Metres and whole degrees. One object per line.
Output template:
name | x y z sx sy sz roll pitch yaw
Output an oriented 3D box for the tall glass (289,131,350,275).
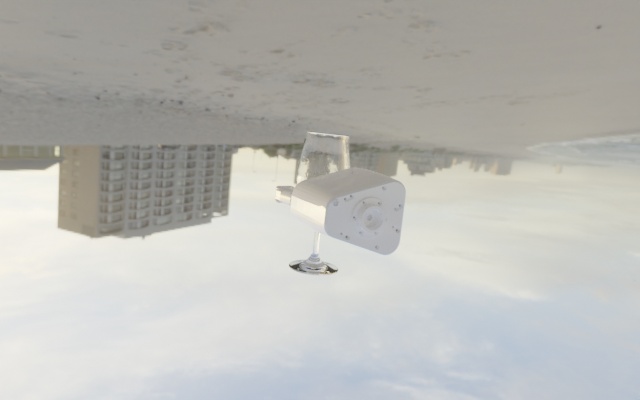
tall glass | 0.000 0.003 0.697 0.079 0.201 0.079 6 8 -1
